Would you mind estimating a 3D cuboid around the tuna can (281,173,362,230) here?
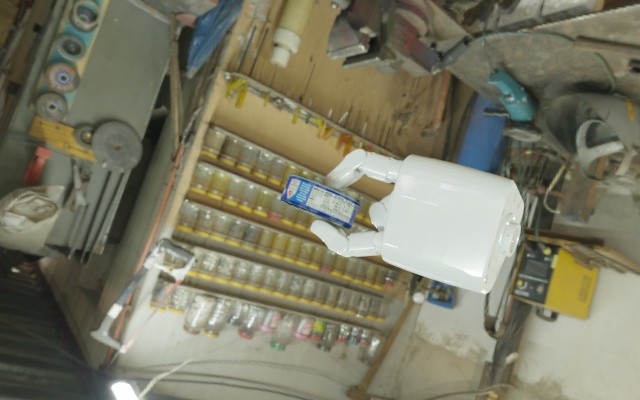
[{"bbox_3d":[0.000,0.002,0.527,0.086,0.034,0.086,23,-3,1],"label":"tuna can"}]
